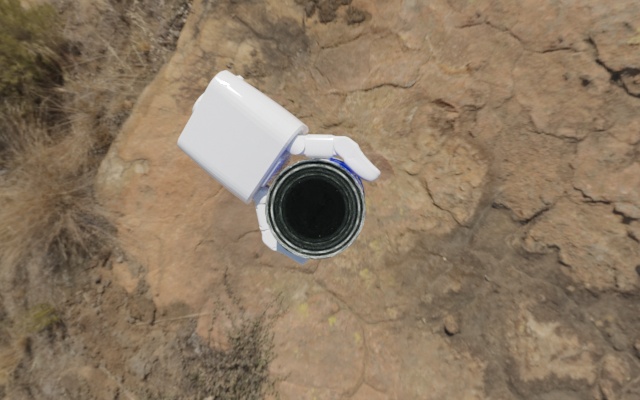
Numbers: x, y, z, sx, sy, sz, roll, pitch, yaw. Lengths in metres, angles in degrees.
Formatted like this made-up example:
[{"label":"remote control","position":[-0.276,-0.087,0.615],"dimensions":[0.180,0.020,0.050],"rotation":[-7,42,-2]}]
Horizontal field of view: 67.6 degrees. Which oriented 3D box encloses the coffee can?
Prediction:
[{"label":"coffee can","position":[0.000,0.002,0.547],"dimensions":[0.103,0.103,0.140],"rotation":[0,6,5]}]
